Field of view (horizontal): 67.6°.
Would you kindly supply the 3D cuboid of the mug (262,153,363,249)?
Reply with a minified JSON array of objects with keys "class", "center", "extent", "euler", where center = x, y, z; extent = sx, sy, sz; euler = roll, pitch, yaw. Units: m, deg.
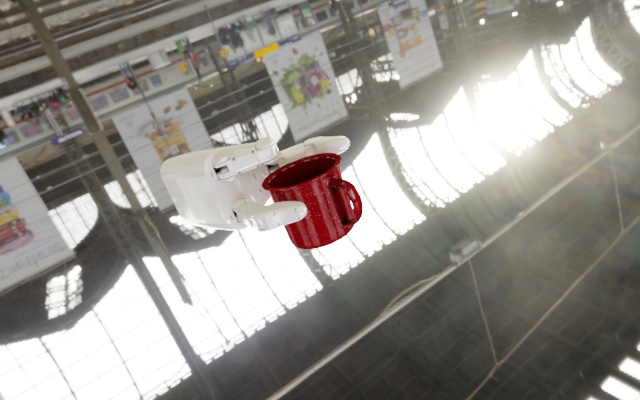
[{"class":"mug","center":[0.001,0.002,0.534],"extent":[0.117,0.081,0.093],"euler":[1,29,43]}]
